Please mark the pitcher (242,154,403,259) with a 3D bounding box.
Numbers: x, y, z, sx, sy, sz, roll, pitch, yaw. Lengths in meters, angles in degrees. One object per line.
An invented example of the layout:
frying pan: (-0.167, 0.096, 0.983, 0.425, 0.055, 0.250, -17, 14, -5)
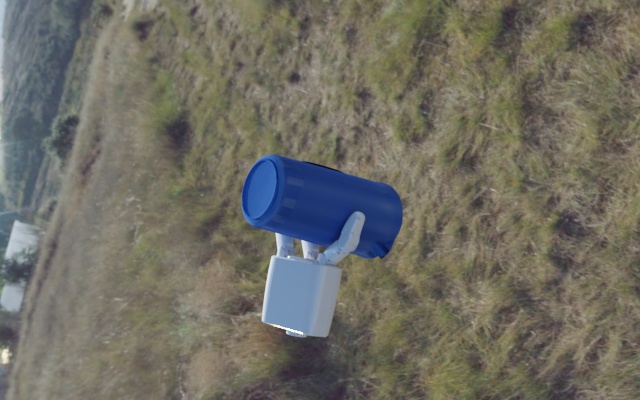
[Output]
pitcher: (0.000, 0.003, 0.756, 0.243, 0.145, 0.149, 16, -8, -38)
